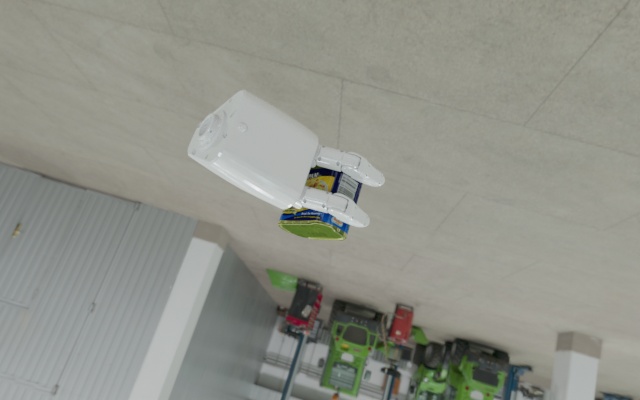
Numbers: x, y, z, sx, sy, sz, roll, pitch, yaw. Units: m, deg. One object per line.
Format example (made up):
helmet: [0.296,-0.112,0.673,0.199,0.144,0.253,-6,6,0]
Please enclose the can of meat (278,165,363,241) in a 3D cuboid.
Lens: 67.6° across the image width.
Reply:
can of meat: [0.000,0.002,0.603,0.057,0.084,0.102,33,-23,-36]
